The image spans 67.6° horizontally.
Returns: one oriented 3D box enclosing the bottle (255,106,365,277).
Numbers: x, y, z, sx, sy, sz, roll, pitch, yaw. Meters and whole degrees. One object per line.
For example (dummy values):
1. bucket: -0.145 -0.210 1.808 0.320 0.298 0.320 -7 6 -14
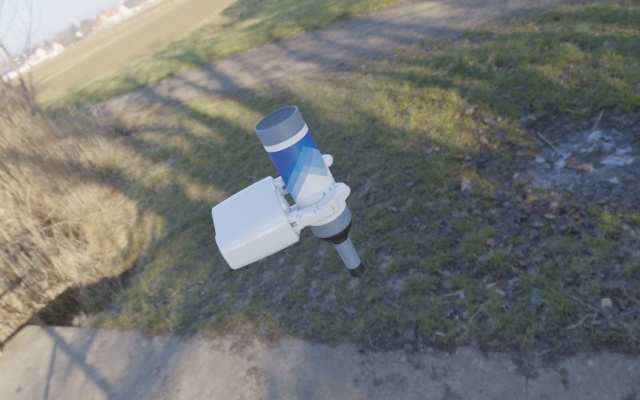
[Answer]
1. bottle: 0.000 0.002 0.722 0.069 0.296 0.069 -22 28 12
